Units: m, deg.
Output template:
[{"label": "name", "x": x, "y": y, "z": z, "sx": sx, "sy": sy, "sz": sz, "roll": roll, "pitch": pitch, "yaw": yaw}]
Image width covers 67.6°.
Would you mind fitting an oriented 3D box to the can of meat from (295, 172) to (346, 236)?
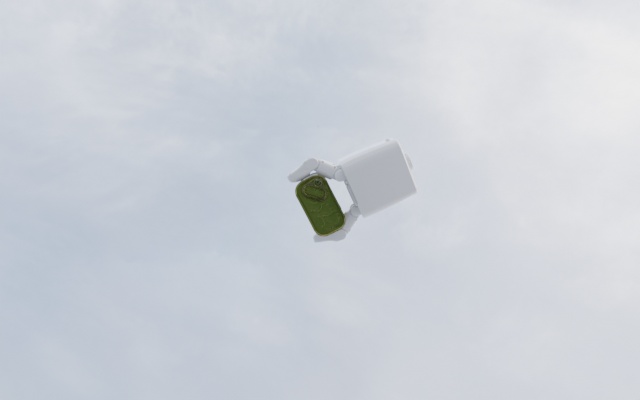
[{"label": "can of meat", "x": 0.000, "y": 0.003, "z": 0.829, "sx": 0.057, "sy": 0.102, "sz": 0.084, "roll": -27, "pitch": 8, "yaw": 4}]
